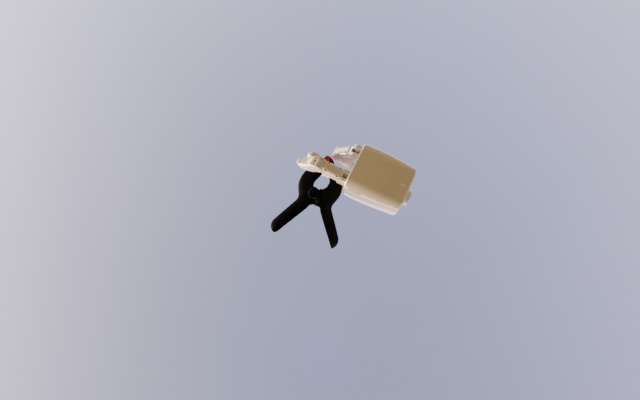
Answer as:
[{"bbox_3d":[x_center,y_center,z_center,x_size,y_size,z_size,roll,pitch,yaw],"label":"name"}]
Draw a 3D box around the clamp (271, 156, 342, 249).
[{"bbox_3d":[0.000,0.003,0.851,0.120,0.171,0.039,25,-19,6],"label":"clamp"}]
